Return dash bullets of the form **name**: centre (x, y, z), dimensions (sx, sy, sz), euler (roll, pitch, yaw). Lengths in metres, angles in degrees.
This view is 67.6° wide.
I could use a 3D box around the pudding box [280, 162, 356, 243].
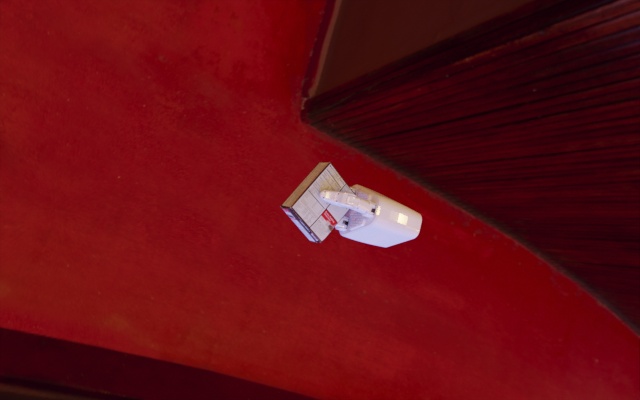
- **pudding box**: centre (0.000, 0.003, 0.817), dimensions (0.113, 0.090, 0.039), euler (-50, 25, -23)
